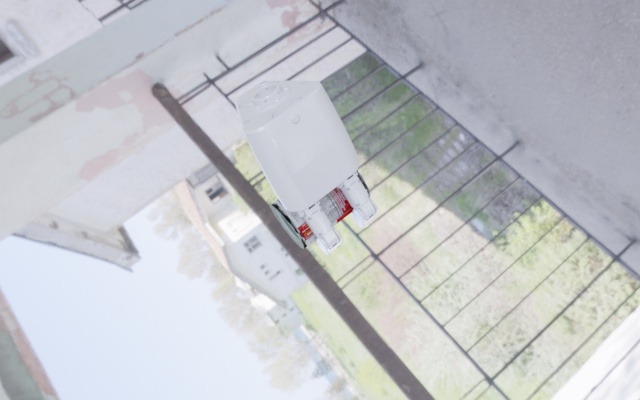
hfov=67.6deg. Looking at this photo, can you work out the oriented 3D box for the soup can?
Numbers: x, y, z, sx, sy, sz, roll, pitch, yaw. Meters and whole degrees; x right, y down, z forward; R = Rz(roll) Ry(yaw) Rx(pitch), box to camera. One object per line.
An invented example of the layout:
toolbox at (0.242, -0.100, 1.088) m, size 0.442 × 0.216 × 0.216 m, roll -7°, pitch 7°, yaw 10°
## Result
soup can at (0.000, 0.002, 0.576) m, size 0.102 × 0.068 × 0.068 m, roll -37°, pitch 9°, yaw -12°
